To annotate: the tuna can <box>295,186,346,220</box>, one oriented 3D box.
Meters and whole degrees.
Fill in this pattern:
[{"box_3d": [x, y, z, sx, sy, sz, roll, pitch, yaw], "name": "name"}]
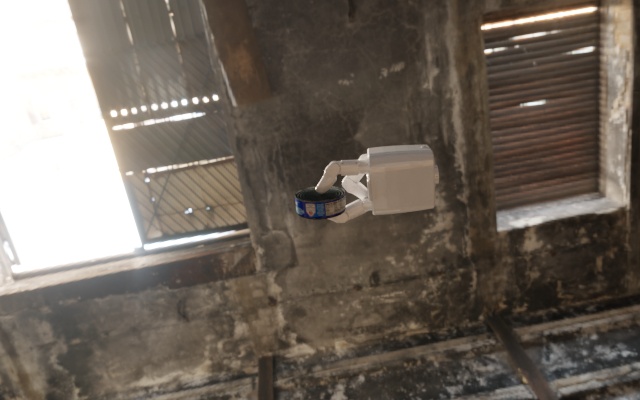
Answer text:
[{"box_3d": [0.000, 0.003, 0.807, 0.086, 0.034, 0.086, -4, 18, 1], "name": "tuna can"}]
